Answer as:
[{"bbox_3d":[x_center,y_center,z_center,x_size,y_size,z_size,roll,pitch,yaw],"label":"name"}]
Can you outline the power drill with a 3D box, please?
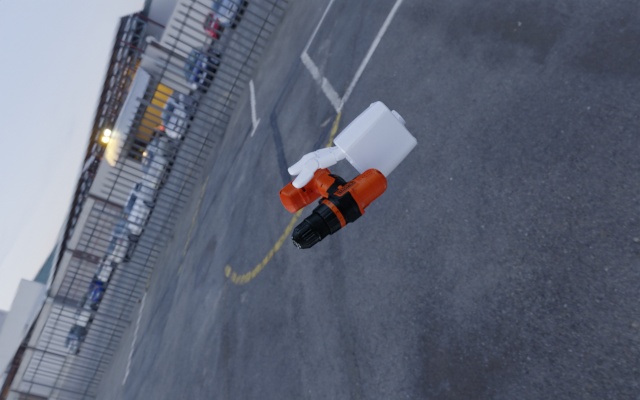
[{"bbox_3d":[0.000,0.002,0.816,0.184,0.057,0.187,-36,26,-17],"label":"power drill"}]
